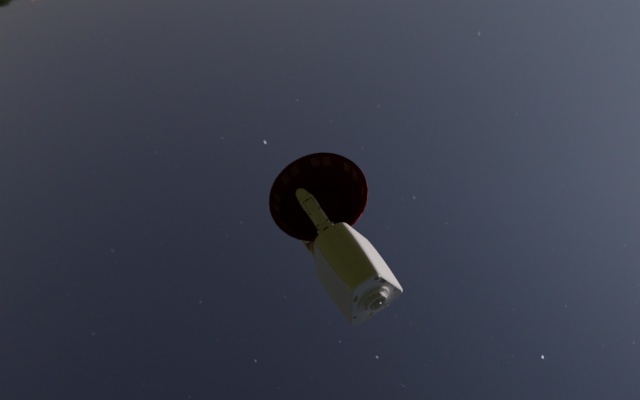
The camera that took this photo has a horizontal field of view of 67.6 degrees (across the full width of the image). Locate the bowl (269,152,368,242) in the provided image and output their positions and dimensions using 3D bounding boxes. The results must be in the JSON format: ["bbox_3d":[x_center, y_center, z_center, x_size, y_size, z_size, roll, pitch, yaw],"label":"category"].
[{"bbox_3d":[0.000,0.002,0.784,0.162,0.162,0.055,0,-28,12],"label":"bowl"}]
